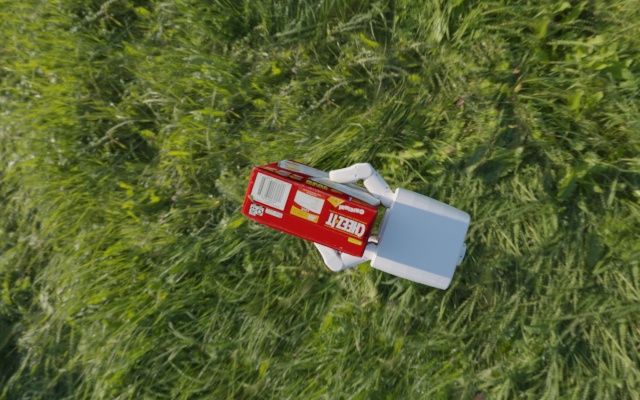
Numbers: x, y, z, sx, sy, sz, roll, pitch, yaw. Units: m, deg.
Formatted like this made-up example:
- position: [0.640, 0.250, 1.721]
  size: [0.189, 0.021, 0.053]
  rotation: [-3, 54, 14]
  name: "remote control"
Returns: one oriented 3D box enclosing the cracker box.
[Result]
- position: [0.000, 0.002, 0.681]
  size: [0.164, 0.072, 0.213]
  rotation: [19, 10, 6]
  name: "cracker box"
